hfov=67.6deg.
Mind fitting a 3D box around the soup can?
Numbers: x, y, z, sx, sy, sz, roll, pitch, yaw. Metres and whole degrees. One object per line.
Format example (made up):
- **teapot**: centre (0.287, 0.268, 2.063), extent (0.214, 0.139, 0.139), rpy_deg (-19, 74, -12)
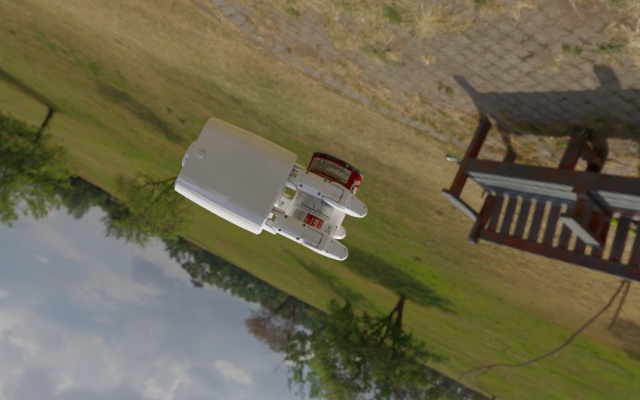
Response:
- **soup can**: centre (0.000, 0.002, 0.577), extent (0.068, 0.102, 0.068), rpy_deg (25, -8, 4)
